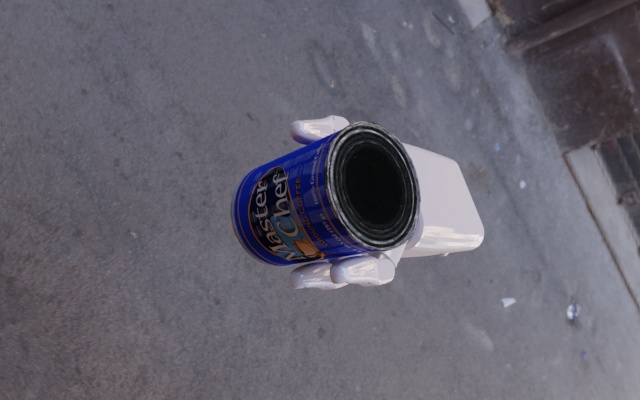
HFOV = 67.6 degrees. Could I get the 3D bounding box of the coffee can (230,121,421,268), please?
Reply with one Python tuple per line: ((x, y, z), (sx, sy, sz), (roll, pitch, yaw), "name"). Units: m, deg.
((0.000, 0.001, 0.418), (0.103, 0.103, 0.140), (0, -11, -40), "coffee can")
